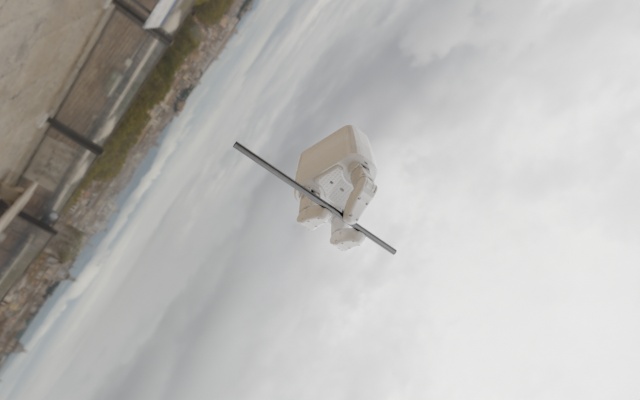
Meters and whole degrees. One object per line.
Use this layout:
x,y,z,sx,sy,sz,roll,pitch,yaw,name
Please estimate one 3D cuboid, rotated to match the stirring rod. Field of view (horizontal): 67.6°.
0.000,0.002,0.563,0.239,0.011,0.011,34,-13,-20,stirring rod
